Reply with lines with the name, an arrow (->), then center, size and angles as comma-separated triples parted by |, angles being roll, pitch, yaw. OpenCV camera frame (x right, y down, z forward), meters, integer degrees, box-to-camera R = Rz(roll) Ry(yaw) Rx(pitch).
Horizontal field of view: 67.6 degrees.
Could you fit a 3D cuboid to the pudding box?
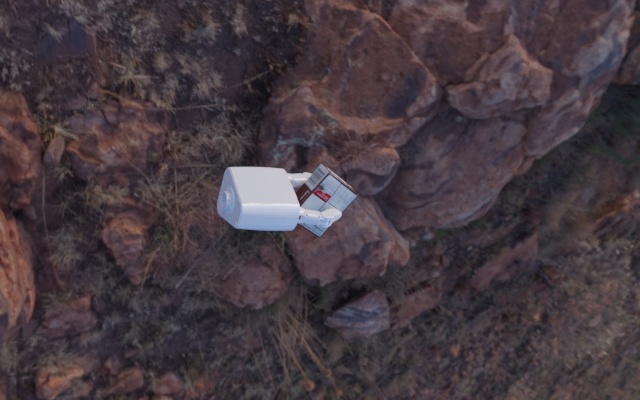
pudding box -> 0.000, 0.003, 0.869 | 0.090, 0.113, 0.039 | 36, 11, -41
